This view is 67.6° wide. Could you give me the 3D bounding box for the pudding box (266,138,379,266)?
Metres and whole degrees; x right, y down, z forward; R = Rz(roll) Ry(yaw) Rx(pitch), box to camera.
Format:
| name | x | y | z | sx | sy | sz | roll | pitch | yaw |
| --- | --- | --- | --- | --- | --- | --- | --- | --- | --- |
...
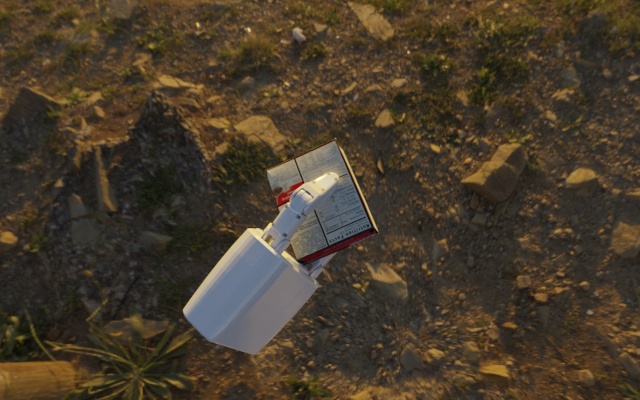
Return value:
| name | x | y | z | sx | sy | sz | roll | pitch | yaw |
| --- | --- | --- | --- | --- | --- | --- | --- | --- | --- |
| pudding box | 0.000 | 0.002 | 0.516 | 0.090 | 0.113 | 0.039 | -23 | -17 | 6 |
